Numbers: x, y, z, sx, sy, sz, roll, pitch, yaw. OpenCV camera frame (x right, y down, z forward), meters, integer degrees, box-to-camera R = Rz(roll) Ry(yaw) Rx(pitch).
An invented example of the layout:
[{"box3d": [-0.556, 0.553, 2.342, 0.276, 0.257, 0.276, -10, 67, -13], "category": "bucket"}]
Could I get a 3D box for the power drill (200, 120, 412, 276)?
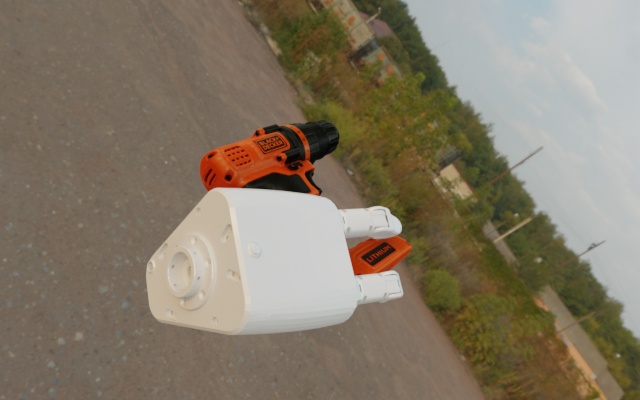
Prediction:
[{"box3d": [0.000, 0.002, 0.473, 0.184, 0.187, 0.057, -27, -20, -45], "category": "power drill"}]
